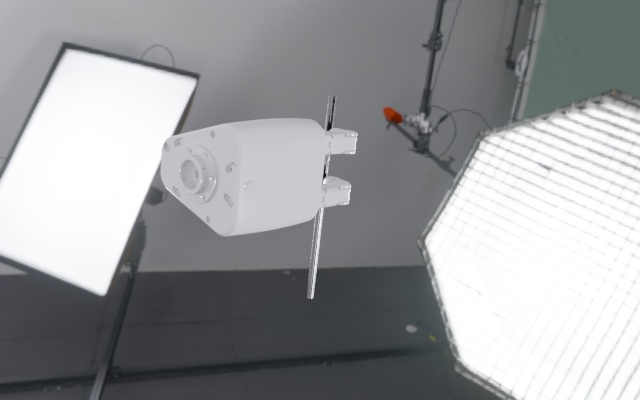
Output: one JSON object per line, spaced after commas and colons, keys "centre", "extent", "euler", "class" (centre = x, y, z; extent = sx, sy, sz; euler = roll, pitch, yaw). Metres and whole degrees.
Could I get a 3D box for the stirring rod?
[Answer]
{"centre": [0.000, 0.002, 0.551], "extent": [0.011, 0.239, 0.011], "euler": [6, 14, -2], "class": "stirring rod"}
